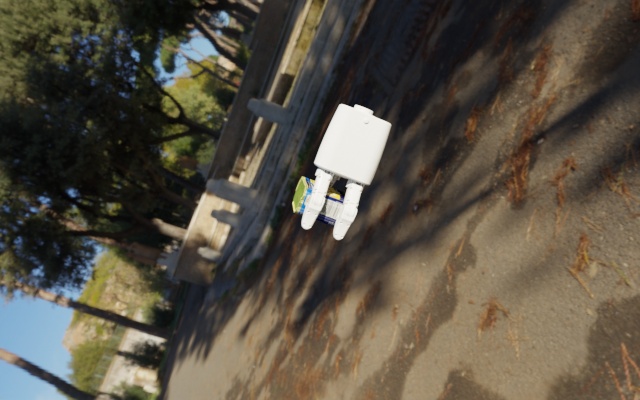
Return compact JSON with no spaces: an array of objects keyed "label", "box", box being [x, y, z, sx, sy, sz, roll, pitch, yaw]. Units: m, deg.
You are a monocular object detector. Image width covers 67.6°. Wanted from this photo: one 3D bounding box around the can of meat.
[{"label":"can of meat","box":[0.000,0.003,0.822,0.084,0.057,0.102,20,11,-11]}]
